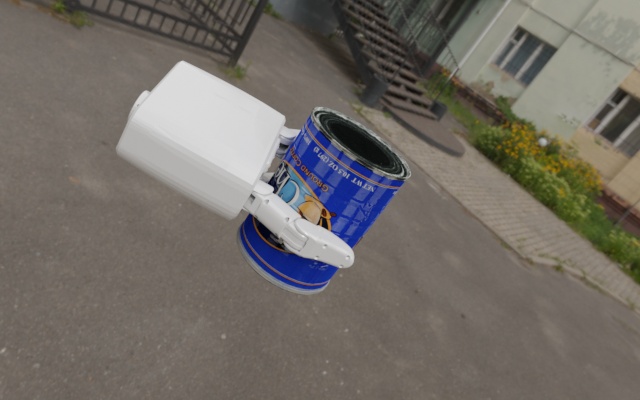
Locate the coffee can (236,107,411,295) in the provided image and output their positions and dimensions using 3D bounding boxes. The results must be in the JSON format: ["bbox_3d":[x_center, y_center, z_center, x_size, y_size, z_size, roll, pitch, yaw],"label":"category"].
[{"bbox_3d":[0.000,0.002,0.439,0.103,0.140,0.102,29,24,-14],"label":"coffee can"}]
